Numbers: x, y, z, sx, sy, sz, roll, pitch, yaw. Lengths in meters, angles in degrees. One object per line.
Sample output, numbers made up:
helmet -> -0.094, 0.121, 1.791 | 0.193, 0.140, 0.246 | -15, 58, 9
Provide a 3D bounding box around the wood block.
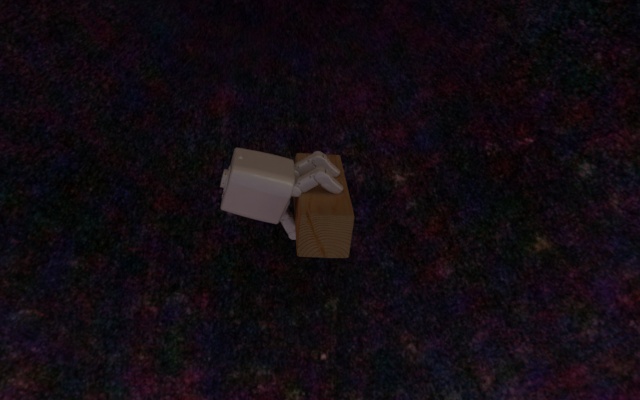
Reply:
wood block -> 0.000, 0.003, 0.864 | 0.090, 0.091, 0.206 | 2, 34, -6
